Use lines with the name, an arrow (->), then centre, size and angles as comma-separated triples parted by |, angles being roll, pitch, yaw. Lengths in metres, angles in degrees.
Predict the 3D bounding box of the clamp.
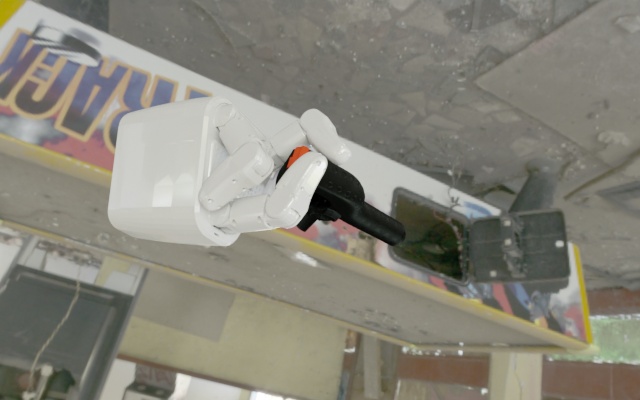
clamp -> 0.000, 0.002, 0.446 | 0.120, 0.039, 0.171 | -2, -27, 28
